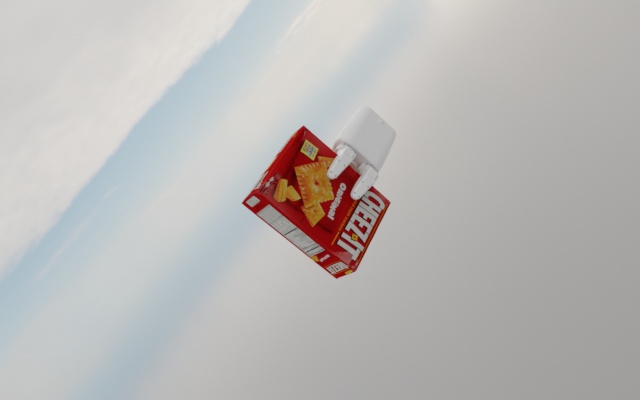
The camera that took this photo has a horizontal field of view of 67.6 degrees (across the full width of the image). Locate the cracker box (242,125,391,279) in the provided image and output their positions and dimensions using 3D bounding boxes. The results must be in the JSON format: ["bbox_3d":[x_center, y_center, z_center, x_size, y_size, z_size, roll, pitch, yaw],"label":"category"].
[{"bbox_3d":[0.000,0.003,0.818,0.214,0.164,0.072,40,-33,-12],"label":"cracker box"}]
